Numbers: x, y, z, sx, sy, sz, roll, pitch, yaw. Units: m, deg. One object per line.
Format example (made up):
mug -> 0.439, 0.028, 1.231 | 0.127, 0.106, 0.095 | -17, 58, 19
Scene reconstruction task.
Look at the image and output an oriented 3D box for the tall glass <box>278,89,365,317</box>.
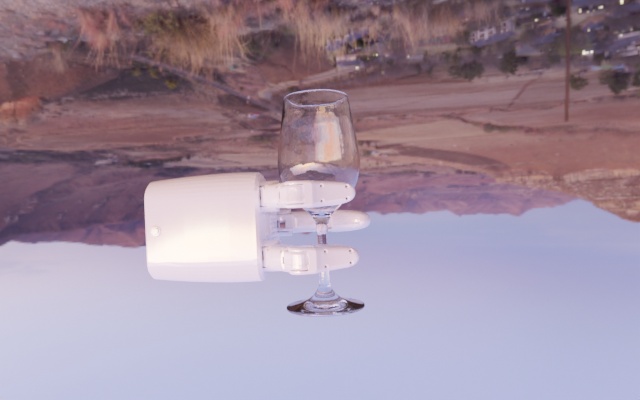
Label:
tall glass -> 0.000, 0.002, 0.452 | 0.079, 0.201, 0.079 | -2, 0, 0
